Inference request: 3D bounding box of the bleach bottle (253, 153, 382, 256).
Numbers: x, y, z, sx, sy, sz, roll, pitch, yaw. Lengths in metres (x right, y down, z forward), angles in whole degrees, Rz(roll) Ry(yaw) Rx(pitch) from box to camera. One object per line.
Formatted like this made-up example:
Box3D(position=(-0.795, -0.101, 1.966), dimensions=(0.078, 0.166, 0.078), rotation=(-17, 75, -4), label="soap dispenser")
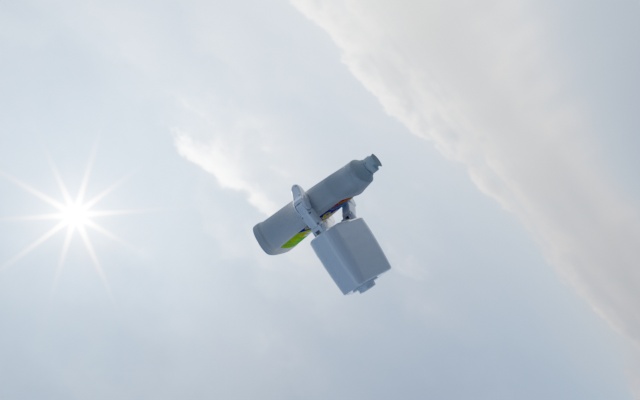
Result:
Box3D(position=(0.000, 0.003, 0.848), dimensions=(0.251, 0.068, 0.102), rotation=(-38, -15, 22), label="bleach bottle")
